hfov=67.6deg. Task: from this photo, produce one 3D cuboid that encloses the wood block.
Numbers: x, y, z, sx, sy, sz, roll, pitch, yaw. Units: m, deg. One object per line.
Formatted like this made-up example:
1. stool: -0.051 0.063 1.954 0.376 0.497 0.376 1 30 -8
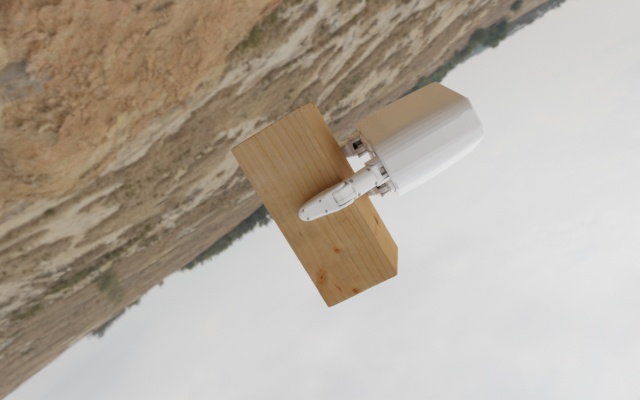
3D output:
1. wood block: 0.000 0.002 0.547 0.090 0.206 0.090 -29 9 16
